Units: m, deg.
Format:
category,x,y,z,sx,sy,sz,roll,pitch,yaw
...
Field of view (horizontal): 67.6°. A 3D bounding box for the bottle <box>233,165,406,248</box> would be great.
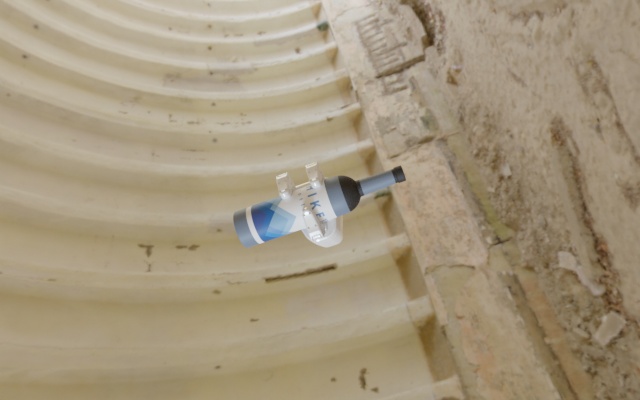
category,x,y,z,sx,sy,sz,roll,pitch,yaw
bottle,0.000,0.003,0.811,0.296,0.069,0.069,-19,-3,7
